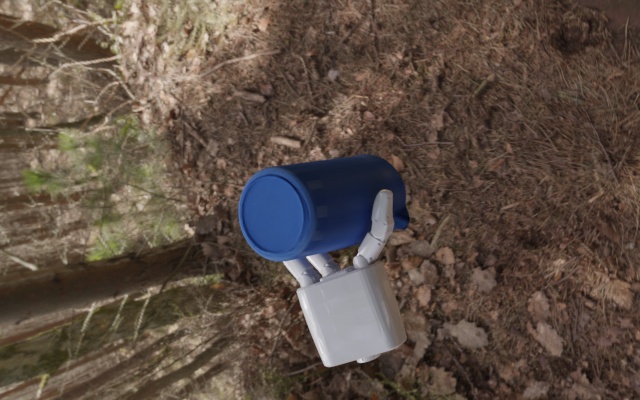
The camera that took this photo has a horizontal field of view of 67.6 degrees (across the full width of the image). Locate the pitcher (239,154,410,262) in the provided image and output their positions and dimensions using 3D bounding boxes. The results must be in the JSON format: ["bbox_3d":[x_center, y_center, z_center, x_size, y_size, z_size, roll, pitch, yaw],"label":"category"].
[{"bbox_3d":[0.000,0.002,0.633,0.149,0.145,0.243,-21,-6,31],"label":"pitcher"}]
